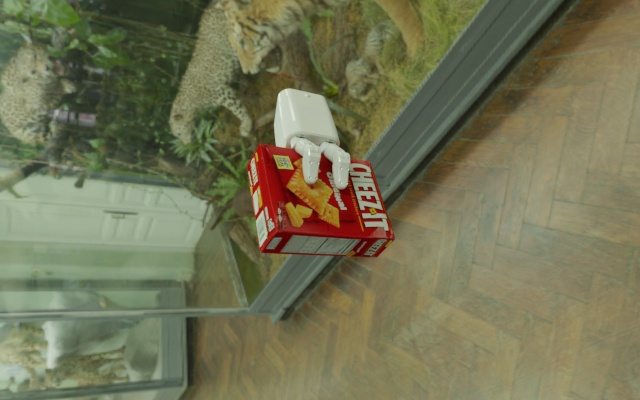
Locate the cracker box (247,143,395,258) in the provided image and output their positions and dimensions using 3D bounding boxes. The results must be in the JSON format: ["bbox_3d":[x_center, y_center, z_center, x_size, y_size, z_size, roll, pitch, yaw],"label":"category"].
[{"bbox_3d":[0.000,0.003,0.772,0.214,0.164,0.072,6,-36,-28],"label":"cracker box"}]
